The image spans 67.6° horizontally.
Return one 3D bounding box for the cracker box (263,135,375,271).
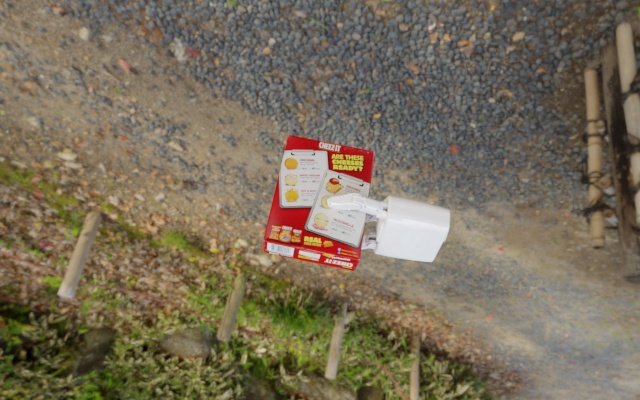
[{"bbox_3d":[0.000,0.003,0.846,0.164,0.213,0.072,11,-27,-1],"label":"cracker box"}]
